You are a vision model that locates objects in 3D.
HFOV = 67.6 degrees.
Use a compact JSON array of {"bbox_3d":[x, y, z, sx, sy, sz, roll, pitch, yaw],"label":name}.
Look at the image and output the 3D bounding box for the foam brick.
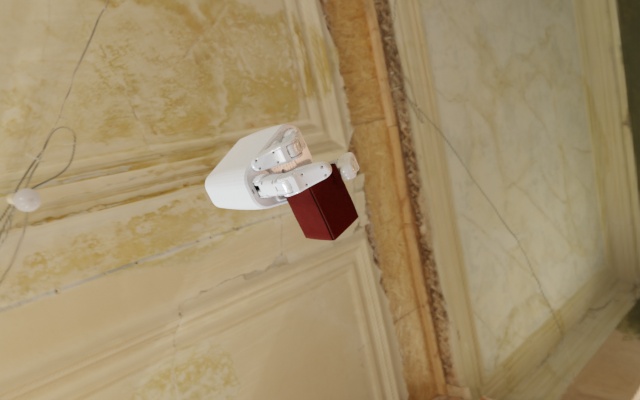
[{"bbox_3d":[0.000,0.002,0.576,0.051,0.078,0.053,-4,27,48],"label":"foam brick"}]
